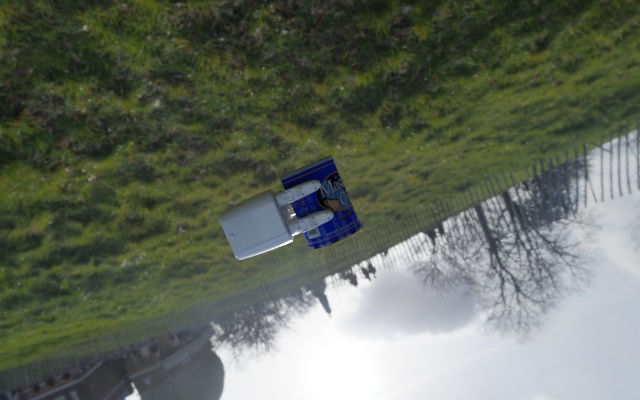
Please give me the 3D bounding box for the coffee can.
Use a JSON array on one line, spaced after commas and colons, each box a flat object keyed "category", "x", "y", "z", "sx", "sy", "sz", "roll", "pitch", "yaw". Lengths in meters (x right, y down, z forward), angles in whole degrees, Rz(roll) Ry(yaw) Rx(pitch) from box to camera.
[{"category": "coffee can", "x": 0.000, "y": 0.003, "z": 0.855, "sx": 0.103, "sy": 0.140, "sz": 0.103, "roll": -23, "pitch": 4, "yaw": 2}]
